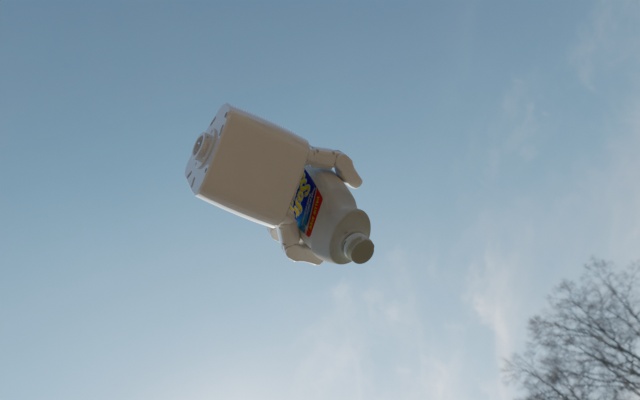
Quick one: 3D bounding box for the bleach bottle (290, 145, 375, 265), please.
[{"bbox_3d":[0.000,0.002,0.609,0.068,0.102,0.250,23,11,-31],"label":"bleach bottle"}]
